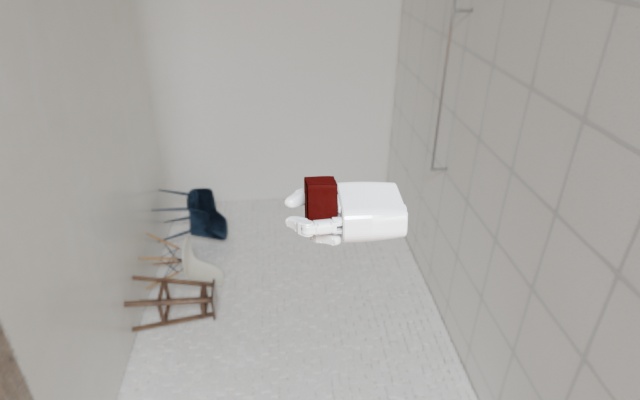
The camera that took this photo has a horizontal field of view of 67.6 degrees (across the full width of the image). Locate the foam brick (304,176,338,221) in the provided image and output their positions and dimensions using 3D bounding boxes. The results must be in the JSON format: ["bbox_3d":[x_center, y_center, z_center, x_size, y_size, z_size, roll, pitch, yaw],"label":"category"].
[{"bbox_3d":[0.000,0.002,0.786,0.051,0.078,0.053,-3,20,-4],"label":"foam brick"}]
